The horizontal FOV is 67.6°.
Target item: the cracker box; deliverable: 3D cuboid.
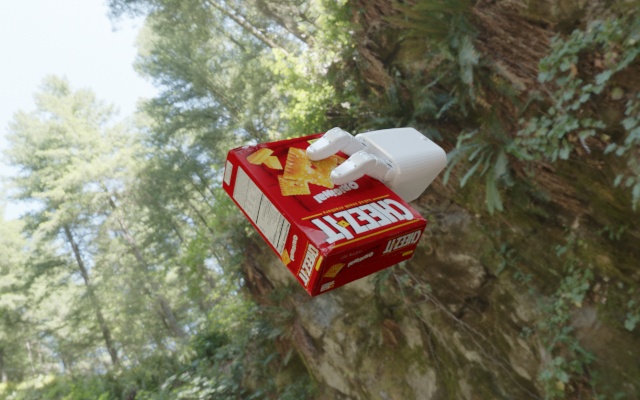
[{"bbox_3d":[0.000,0.002,0.602,0.164,0.072,0.213,-15,45,-36],"label":"cracker box"}]
